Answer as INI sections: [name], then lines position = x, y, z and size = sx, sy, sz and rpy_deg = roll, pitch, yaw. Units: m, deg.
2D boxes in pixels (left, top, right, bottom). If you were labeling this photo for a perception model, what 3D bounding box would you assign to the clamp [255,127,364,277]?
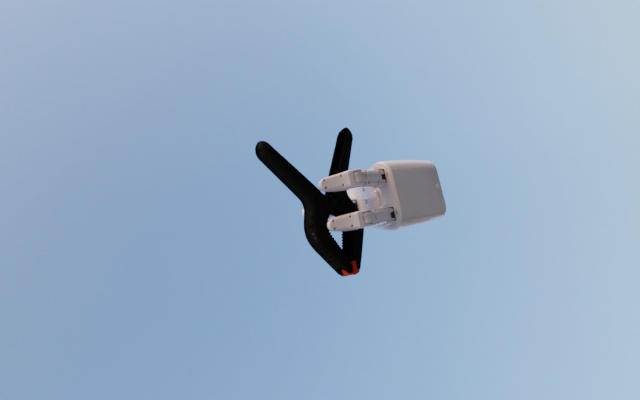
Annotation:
[clamp]
position = 0.000, 0.003, 0.646
size = 0.164, 0.210, 0.036
rpy_deg = -7, -9, -37
